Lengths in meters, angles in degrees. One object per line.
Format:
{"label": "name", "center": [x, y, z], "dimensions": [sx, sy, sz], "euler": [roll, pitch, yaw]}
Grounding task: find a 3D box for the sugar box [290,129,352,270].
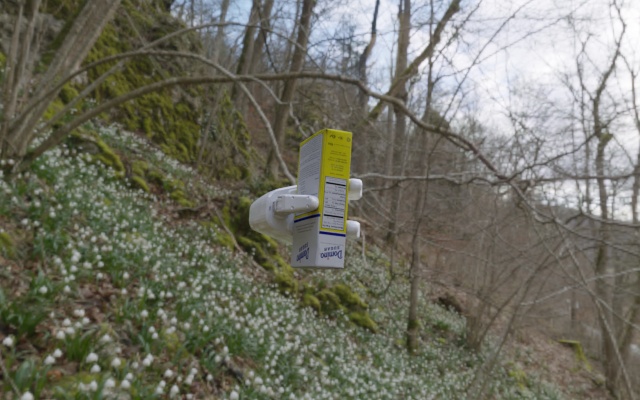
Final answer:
{"label": "sugar box", "center": [0.001, 0.002, 0.630], "dimensions": [0.048, 0.176, 0.093], "euler": [6, -9, -22]}
